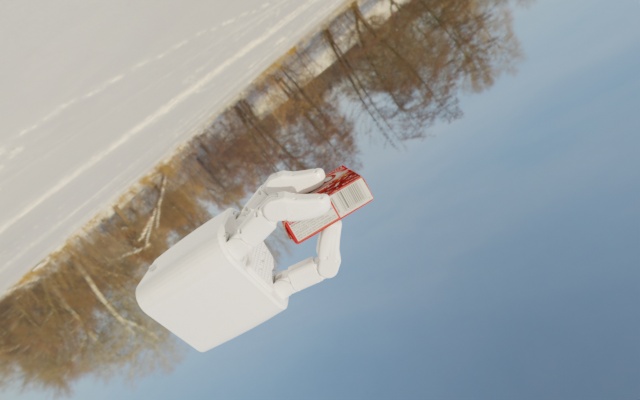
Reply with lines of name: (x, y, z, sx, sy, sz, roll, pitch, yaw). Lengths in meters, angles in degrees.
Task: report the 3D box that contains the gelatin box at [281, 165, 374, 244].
gelatin box: (0.001, 0.002, 0.481, 0.089, 0.030, 0.073, -30, 16, -4)
